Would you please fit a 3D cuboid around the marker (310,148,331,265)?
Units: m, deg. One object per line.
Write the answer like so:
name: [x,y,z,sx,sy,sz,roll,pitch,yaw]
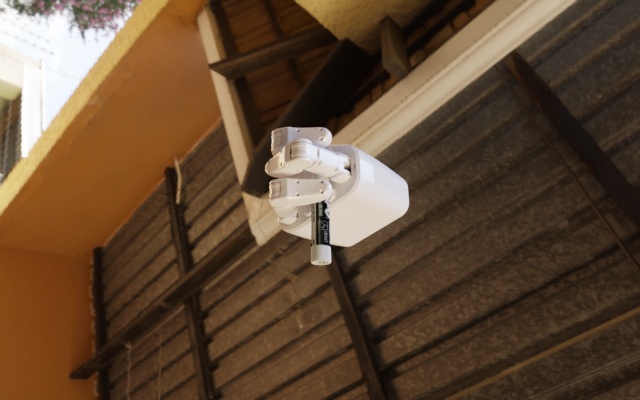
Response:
marker: [0.000,0.002,0.465,0.020,0.121,0.020,-1,-20,0]
